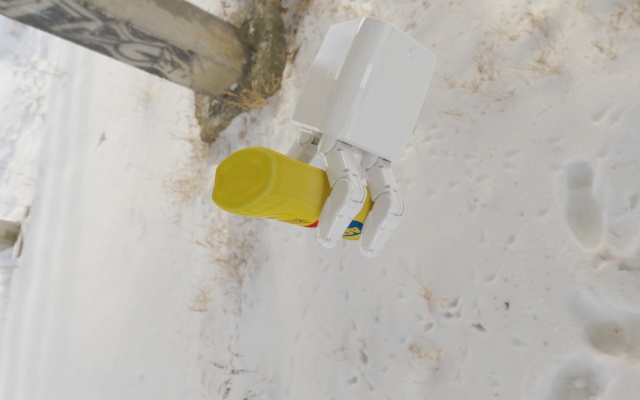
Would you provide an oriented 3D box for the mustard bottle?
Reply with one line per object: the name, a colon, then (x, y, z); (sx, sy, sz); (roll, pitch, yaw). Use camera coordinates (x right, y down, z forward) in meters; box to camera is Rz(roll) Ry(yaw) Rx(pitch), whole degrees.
mustard bottle: (0.000, 0.002, 0.461); (0.192, 0.058, 0.096); (16, -16, -41)
